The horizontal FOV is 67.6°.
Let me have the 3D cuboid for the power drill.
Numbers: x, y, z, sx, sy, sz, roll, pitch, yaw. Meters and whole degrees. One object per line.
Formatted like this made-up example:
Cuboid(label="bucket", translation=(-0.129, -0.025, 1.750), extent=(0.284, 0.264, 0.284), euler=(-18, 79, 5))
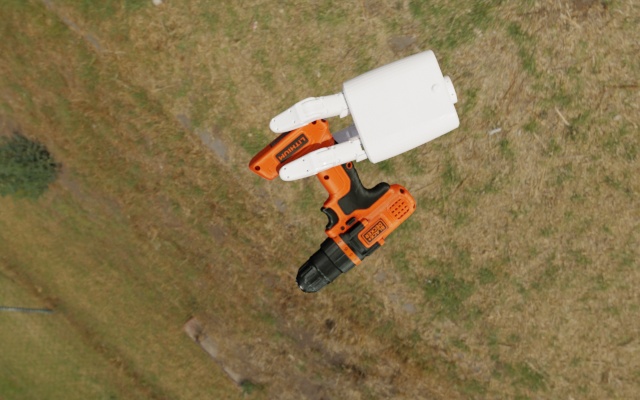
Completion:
Cuboid(label="power drill", translation=(0.000, 0.001, 0.588), extent=(0.184, 0.188, 0.057), euler=(-41, 18, -1))
